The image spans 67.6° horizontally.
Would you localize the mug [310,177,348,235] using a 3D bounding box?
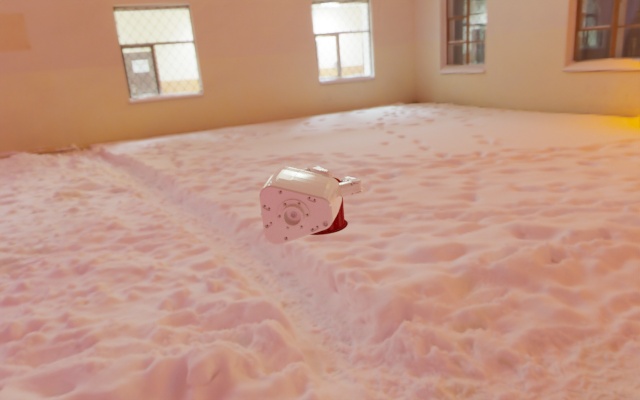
[{"bbox_3d":[0.000,0.002,0.845,0.093,0.081,0.117,-3,17,7],"label":"mug"}]
